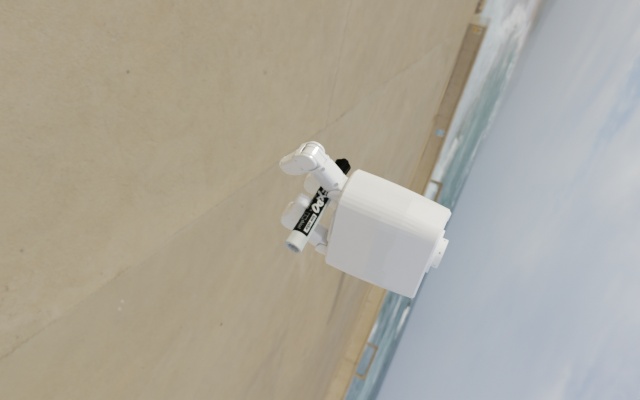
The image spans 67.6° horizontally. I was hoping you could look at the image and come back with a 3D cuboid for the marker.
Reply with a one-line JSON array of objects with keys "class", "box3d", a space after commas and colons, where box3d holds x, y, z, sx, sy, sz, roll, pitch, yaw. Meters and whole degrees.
[{"class": "marker", "box3d": [0.000, 0.002, 0.496, 0.020, 0.121, 0.020, 23, -30, 14]}]
